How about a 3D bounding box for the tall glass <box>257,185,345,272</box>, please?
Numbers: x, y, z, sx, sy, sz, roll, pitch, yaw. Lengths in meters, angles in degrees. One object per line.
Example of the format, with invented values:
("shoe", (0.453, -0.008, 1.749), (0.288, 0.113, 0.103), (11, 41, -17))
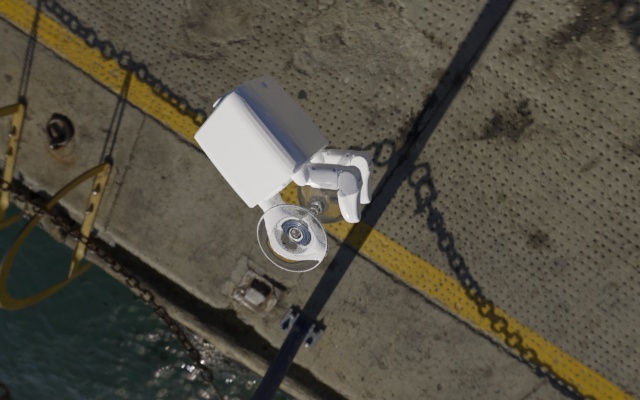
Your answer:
("tall glass", (0.000, 0.002, 0.556), (0.079, 0.079, 0.201), (0, 21, 18))
